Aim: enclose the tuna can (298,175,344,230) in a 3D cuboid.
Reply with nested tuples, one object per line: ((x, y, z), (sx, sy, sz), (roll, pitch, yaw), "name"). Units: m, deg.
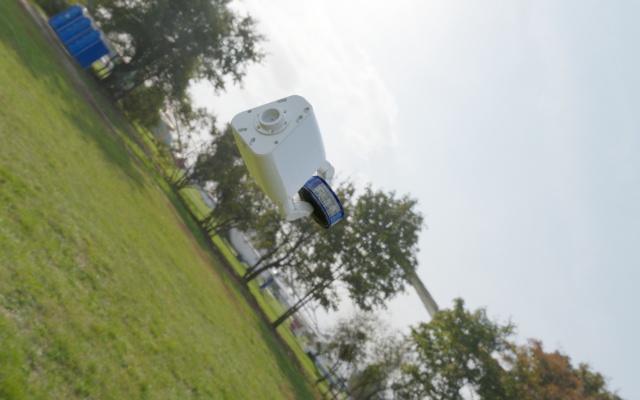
((0.001, 0.002, 0.768), (0.033, 0.086, 0.086), (-34, 10, -15), "tuna can")
